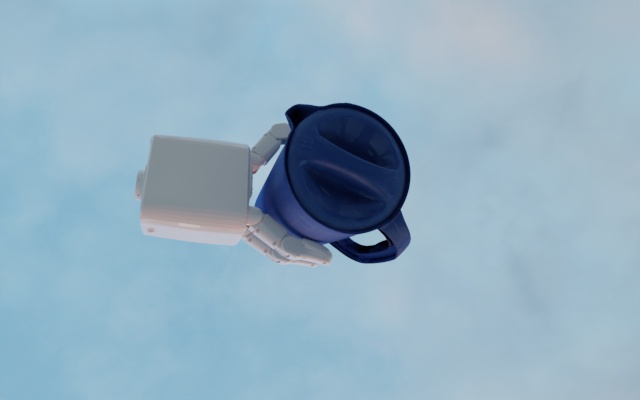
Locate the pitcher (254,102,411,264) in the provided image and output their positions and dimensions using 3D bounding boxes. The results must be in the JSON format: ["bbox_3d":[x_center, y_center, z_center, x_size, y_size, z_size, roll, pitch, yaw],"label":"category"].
[{"bbox_3d":[0.000,0.002,0.567,0.145,0.149,0.243,6,-15,-17],"label":"pitcher"}]
